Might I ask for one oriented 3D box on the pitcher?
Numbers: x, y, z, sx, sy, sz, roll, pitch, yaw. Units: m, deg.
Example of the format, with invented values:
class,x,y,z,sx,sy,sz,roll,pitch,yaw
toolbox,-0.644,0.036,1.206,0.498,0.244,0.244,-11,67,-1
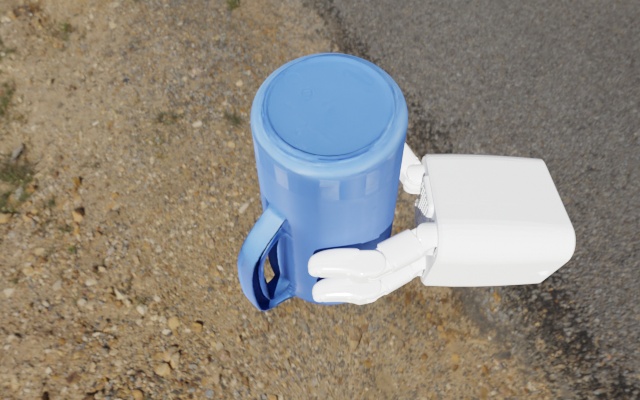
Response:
class,x,y,z,sx,sy,sz,roll,pitch,yaw
pitcher,0.000,0.001,0.419,0.145,0.149,0.243,0,-29,1
